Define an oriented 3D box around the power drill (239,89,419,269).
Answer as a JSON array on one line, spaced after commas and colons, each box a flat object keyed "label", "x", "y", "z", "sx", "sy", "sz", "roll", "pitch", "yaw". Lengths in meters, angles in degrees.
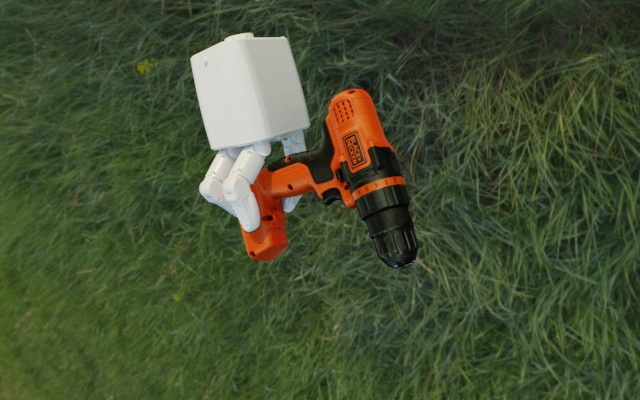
[{"label": "power drill", "x": 0.000, "y": 0.002, "z": 0.502, "sx": 0.188, "sy": 0.184, "sz": 0.057, "roll": -24, "pitch": -17, "yaw": 29}]
